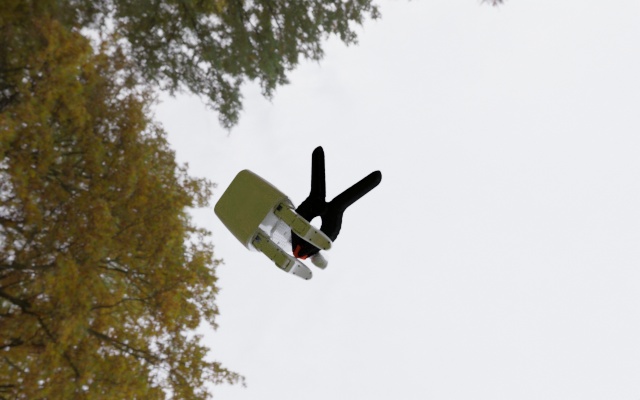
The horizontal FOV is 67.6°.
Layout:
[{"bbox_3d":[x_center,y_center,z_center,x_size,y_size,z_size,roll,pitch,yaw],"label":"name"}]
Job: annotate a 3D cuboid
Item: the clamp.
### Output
[{"bbox_3d":[0.000,0.003,0.702,0.120,0.171,0.039,36,1,36],"label":"clamp"}]
